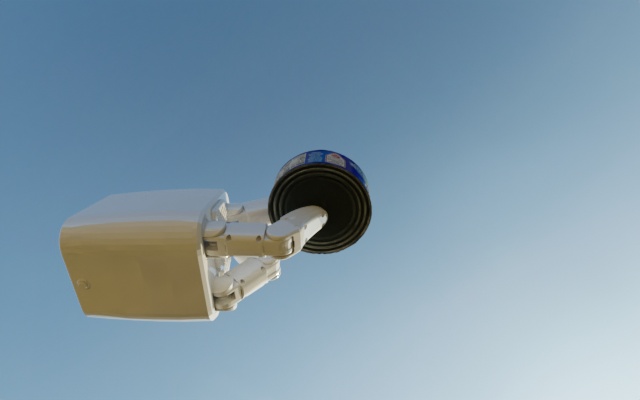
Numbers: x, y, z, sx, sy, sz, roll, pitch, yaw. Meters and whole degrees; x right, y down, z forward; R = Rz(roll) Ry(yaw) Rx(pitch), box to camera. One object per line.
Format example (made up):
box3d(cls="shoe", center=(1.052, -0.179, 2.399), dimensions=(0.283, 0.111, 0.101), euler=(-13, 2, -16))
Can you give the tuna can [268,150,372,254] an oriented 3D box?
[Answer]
box3d(cls="tuna can", center=(0.000, 0.001, 0.406), dimensions=(0.086, 0.086, 0.033), euler=(0, 28, 3))
